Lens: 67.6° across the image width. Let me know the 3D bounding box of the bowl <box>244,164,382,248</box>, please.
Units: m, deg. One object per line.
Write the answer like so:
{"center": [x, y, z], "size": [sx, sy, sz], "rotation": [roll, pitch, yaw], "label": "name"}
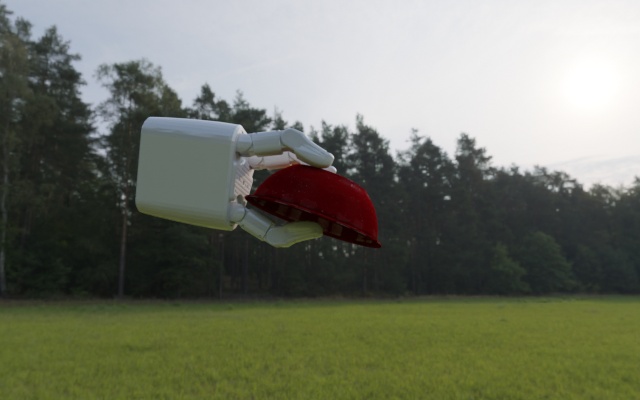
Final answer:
{"center": [0.001, 0.002, 0.537], "size": [0.162, 0.055, 0.162], "rotation": [20, -9, 3], "label": "bowl"}
